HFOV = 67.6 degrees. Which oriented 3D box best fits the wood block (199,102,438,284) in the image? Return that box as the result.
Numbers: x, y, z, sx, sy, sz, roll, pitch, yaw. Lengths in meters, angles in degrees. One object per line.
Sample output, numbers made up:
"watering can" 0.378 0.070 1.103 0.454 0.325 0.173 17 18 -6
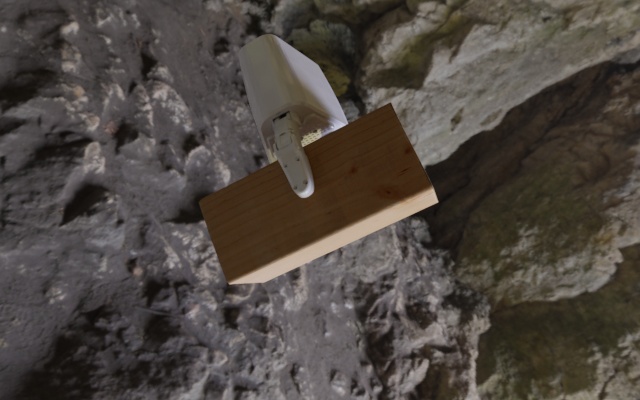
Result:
"wood block" 0.000 0.001 0.473 0.206 0.090 0.091 -26 -15 11
